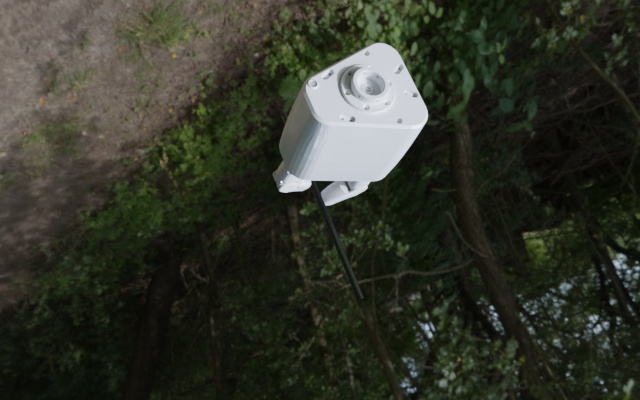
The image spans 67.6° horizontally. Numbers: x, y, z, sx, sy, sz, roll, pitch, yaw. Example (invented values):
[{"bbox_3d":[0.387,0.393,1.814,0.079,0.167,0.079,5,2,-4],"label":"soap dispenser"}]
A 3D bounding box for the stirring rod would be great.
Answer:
[{"bbox_3d":[0.000,0.002,0.558,0.011,0.239,0.011,-21,-15,-6],"label":"stirring rod"}]
